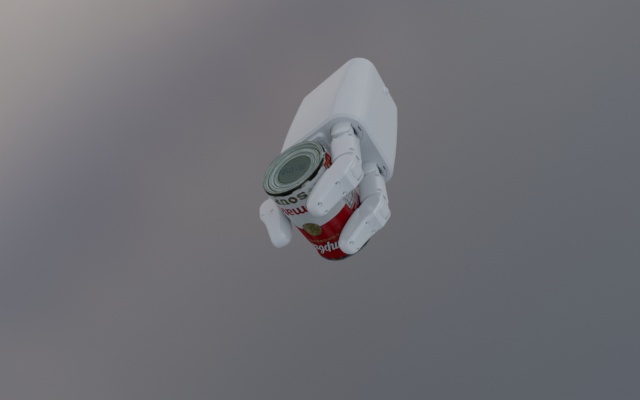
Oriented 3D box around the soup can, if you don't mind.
[{"bbox_3d":[0.000,0.002,0.458,0.068,0.068,0.102,0,-40,41],"label":"soup can"}]
